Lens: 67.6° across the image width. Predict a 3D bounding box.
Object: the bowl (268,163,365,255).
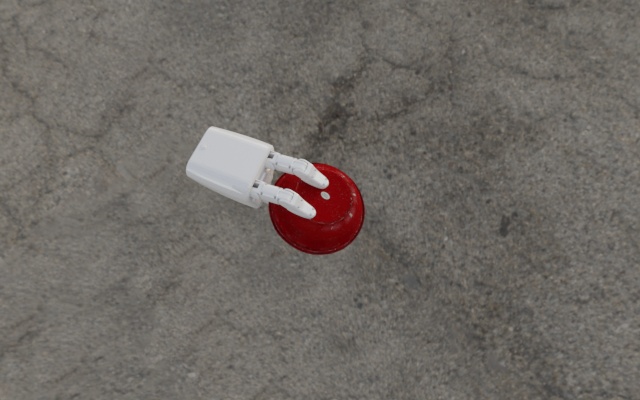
[{"bbox_3d":[0.002,0.003,0.762,0.162,0.162,0.055,0,-20,-12],"label":"bowl"}]
